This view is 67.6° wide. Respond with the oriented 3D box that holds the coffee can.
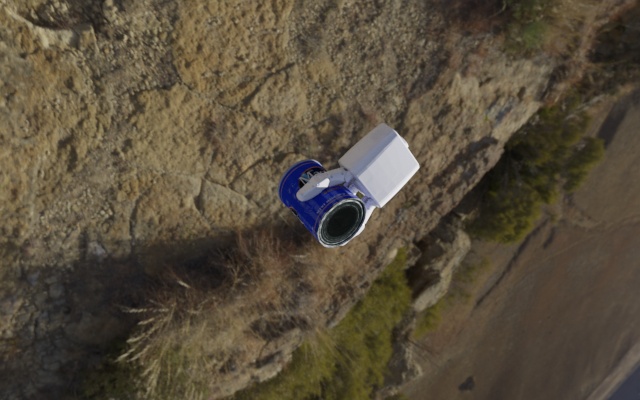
[{"bbox_3d":[0.000,0.003,0.861,0.103,0.103,0.140,0,32,-40],"label":"coffee can"}]
